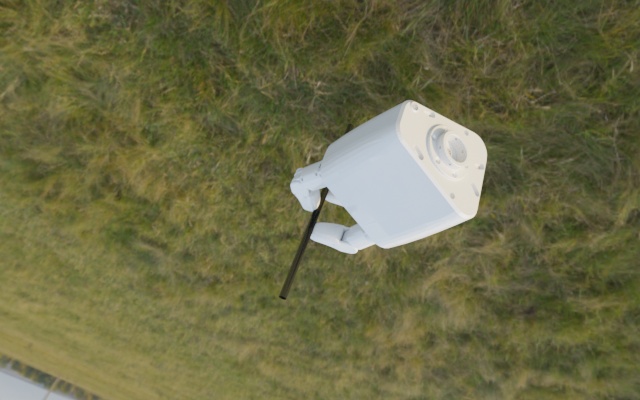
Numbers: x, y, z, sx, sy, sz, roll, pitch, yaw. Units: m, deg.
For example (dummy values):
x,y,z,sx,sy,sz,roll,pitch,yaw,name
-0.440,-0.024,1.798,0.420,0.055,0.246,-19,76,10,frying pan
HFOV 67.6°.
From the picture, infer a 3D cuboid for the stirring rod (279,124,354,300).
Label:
x,y,z,sx,sy,sz,roll,pitch,yaw,name
0.000,0.002,0.540,0.011,0.239,0.011,16,-31,10,stirring rod
